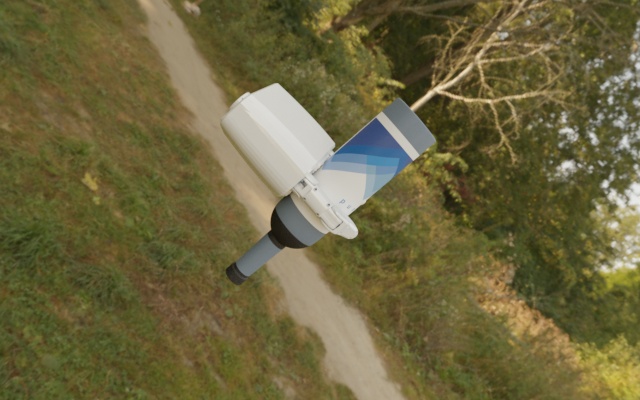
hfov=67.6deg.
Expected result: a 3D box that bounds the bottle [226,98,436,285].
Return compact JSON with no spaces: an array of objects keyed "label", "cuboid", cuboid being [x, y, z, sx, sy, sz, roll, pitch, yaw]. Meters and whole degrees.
[{"label":"bottle","cuboid":[0.000,0.002,0.570,0.296,0.069,0.069,-41,-9,11]}]
